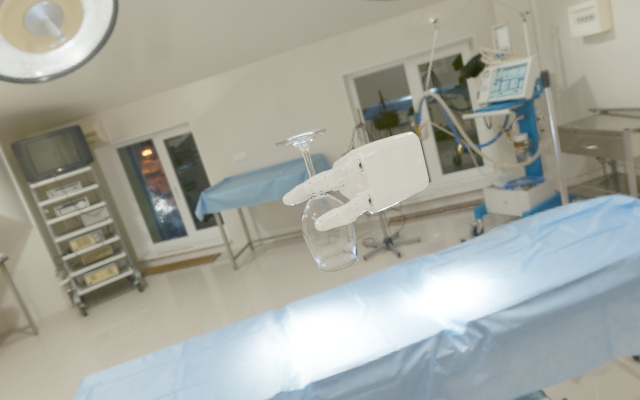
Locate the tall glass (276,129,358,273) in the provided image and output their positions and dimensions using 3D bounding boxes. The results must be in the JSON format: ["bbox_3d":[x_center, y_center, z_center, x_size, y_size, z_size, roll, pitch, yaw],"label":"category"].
[{"bbox_3d":[0.000,0.002,0.698,0.079,0.201,0.079,-15,14,4],"label":"tall glass"}]
